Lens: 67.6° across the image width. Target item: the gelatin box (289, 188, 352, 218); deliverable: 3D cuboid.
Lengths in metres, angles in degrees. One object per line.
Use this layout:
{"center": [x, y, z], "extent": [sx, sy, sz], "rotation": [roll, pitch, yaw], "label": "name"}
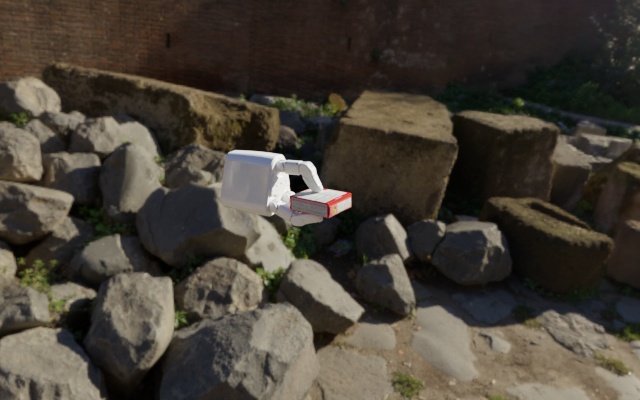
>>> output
{"center": [0.000, 0.002, 0.862], "extent": [0.089, 0.030, 0.073], "rotation": [11, 21, 35], "label": "gelatin box"}
